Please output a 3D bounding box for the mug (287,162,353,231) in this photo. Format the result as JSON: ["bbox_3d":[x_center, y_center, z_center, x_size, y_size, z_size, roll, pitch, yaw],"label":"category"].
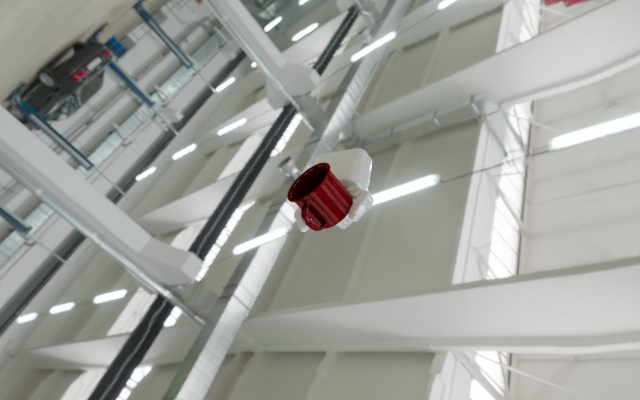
[{"bbox_3d":[0.000,0.004,0.821,0.093,0.117,0.081,-23,-58,34],"label":"mug"}]
